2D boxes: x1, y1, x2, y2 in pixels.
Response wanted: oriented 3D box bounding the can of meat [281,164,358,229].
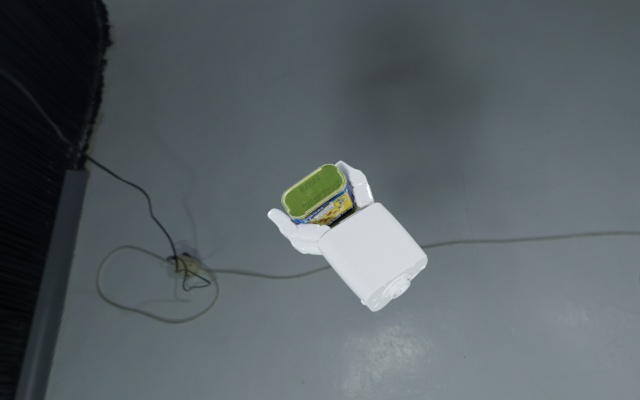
[{"bbox_3d":[0.000,0.002,0.709,0.102,0.057,0.084,-36,-29,-2],"label":"can of meat"}]
